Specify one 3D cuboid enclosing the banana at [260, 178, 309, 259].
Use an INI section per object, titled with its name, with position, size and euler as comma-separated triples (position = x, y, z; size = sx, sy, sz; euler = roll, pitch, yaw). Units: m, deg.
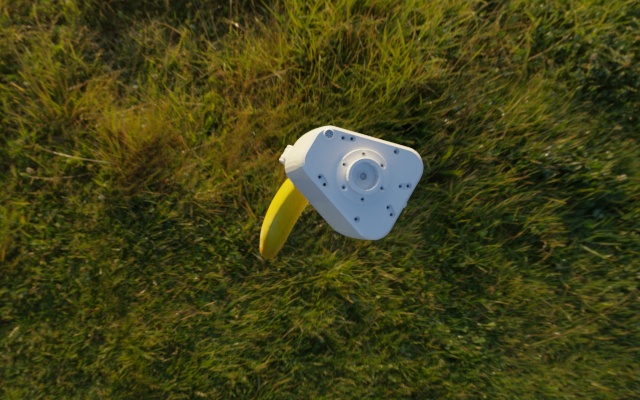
[banana]
position = -0.008, -0.014, 0.572
size = 0.198, 0.070, 0.037
euler = -40, 22, -10
